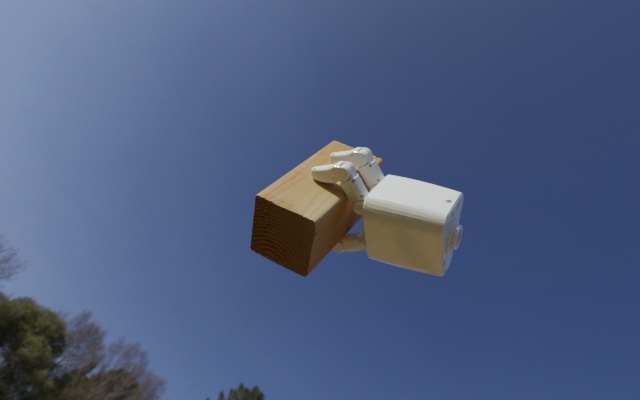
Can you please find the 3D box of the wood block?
[{"bbox_3d":[0.000,0.003,0.670,0.090,0.091,0.206,24,35,20],"label":"wood block"}]
